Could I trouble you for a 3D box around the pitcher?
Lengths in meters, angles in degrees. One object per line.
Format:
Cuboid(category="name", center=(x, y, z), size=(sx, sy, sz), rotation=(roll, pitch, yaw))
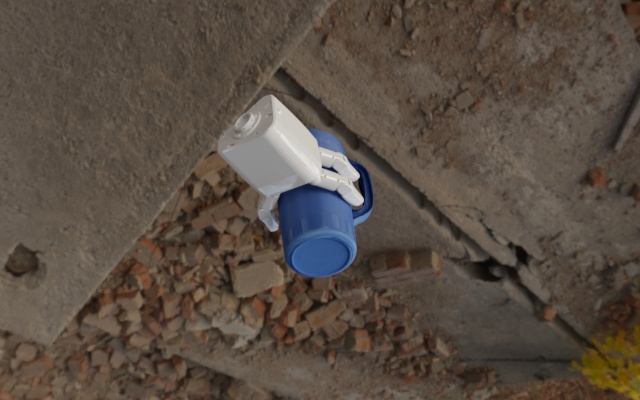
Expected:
Cuboid(category="pitcher", center=(0.000, 0.002, 0.785), size=(0.149, 0.242, 0.145), rotation=(-29, -50, 18))
